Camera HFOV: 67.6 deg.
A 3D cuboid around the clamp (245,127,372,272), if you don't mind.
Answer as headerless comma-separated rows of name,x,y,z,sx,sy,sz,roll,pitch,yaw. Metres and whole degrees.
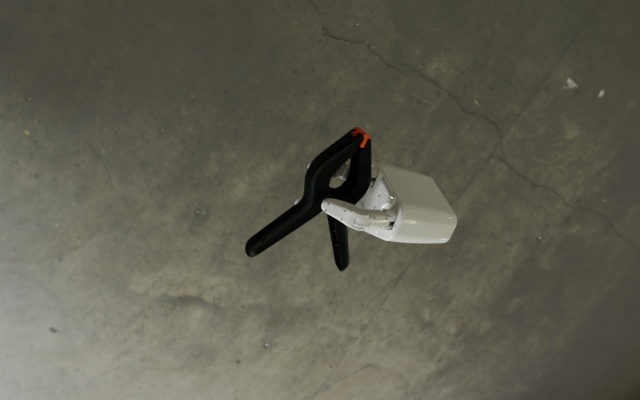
clamp,0.001,0.002,0.620,0.164,0.210,0.036,6,25,-33
